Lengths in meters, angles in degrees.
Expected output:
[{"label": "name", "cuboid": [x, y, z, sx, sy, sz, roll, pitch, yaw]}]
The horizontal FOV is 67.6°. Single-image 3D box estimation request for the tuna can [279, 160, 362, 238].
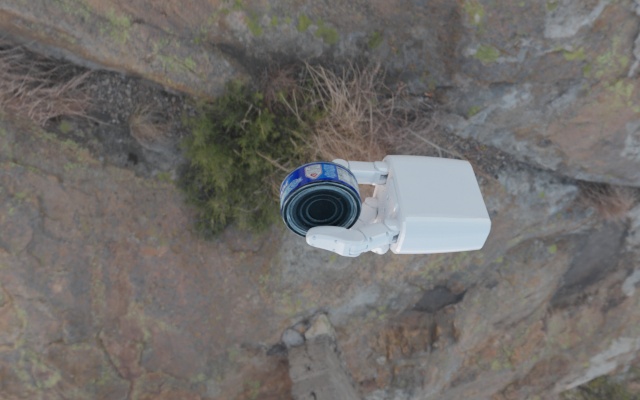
[{"label": "tuna can", "cuboid": [0.000, 0.002, 0.505, 0.086, 0.086, 0.033, 0, 42, -7]}]
